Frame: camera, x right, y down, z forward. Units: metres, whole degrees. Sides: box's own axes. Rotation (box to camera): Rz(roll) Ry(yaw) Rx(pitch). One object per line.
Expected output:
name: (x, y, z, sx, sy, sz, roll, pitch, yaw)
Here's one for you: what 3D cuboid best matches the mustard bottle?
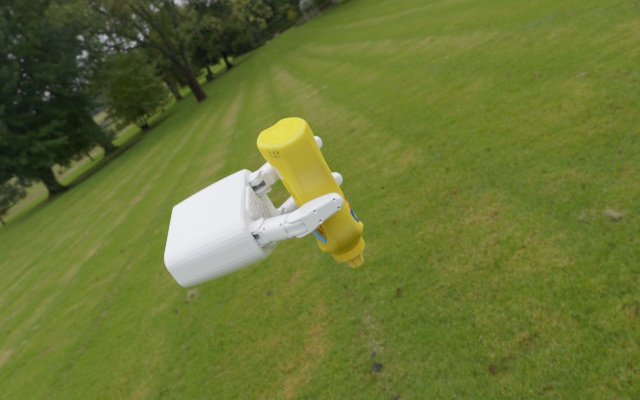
mustard bottle: (0.000, 0.001, 0.544, 0.058, 0.192, 0.096, -33, 24, -8)
